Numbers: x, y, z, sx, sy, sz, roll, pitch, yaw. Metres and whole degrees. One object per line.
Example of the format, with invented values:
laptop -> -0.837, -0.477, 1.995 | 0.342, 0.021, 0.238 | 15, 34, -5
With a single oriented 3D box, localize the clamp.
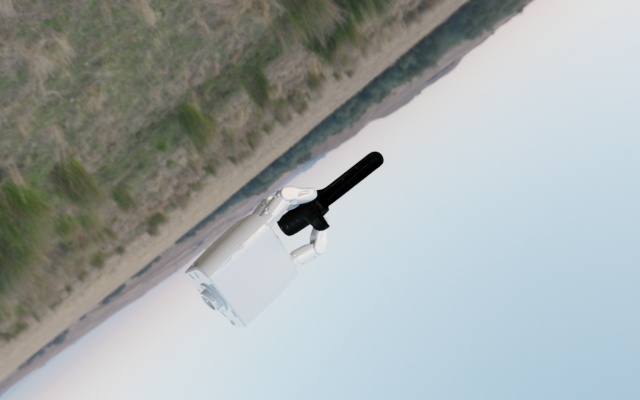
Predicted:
clamp -> 0.000, 0.003, 0.718 | 0.164, 0.036, 0.210 | -45, 10, -30
